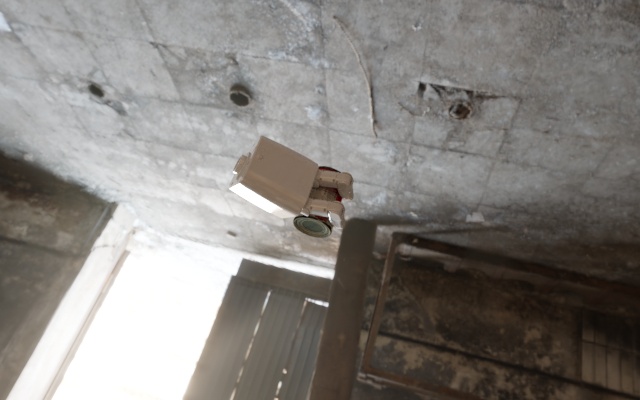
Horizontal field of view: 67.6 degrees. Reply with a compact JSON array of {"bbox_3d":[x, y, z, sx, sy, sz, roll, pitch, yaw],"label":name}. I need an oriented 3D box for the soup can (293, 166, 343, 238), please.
[{"bbox_3d":[0.000,0.003,0.797,0.068,0.102,0.068,14,-30,8],"label":"soup can"}]
